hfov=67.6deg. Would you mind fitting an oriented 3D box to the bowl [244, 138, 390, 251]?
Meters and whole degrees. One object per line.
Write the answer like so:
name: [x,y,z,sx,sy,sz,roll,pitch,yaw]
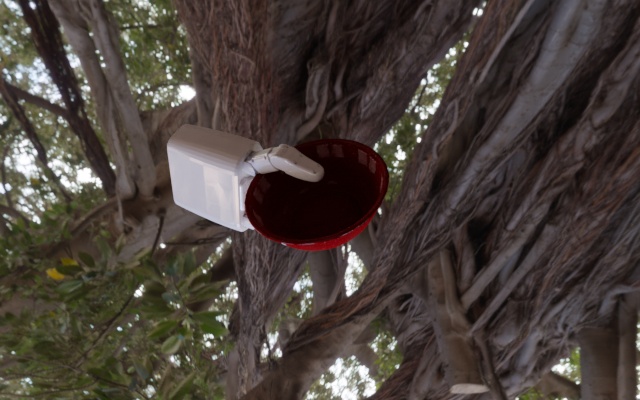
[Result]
bowl: [0.001,0.003,0.536,0.162,0.162,0.055,0,-44,19]
